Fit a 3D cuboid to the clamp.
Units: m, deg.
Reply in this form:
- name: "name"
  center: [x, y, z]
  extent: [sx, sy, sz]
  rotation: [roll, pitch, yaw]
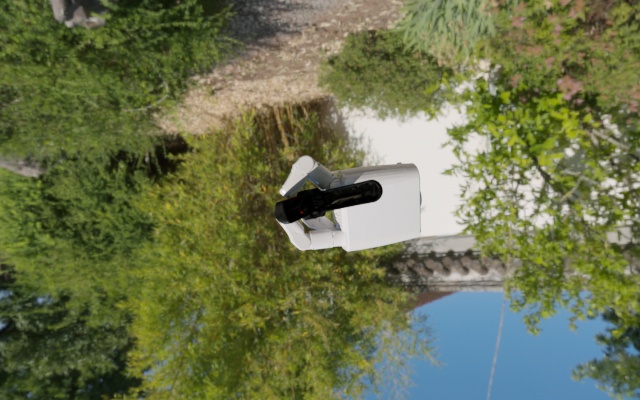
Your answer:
- name: "clamp"
  center: [0.000, 0.002, 0.567]
  extent: [0.120, 0.039, 0.171]
  rotation: [-8, 3, -9]
